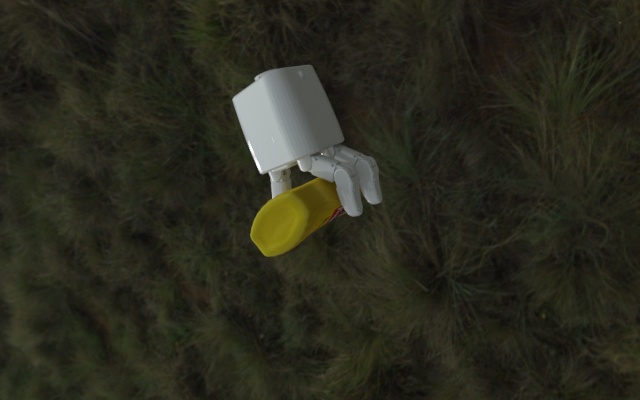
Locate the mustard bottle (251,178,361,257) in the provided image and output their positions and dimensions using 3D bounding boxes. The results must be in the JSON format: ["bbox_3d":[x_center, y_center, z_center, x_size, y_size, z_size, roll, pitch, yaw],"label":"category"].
[{"bbox_3d":[0.000,0.002,0.604,0.096,0.058,0.191,-47,-10,35],"label":"mustard bottle"}]
